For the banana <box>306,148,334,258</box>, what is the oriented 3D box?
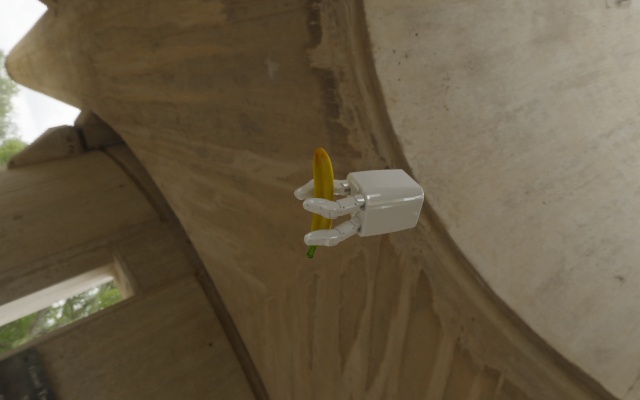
[{"bbox_3d":[0.003,0.000,0.829,0.037,0.198,0.069,6,20,8],"label":"banana"}]
